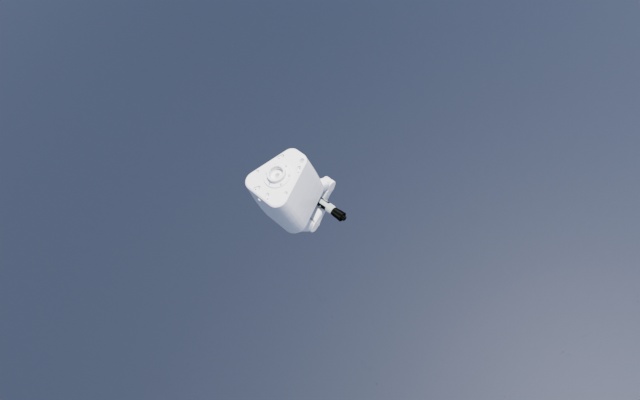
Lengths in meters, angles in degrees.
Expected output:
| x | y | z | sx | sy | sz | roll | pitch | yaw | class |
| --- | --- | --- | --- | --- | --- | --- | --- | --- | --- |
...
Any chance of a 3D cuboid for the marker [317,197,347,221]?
| x | y | z | sx | sy | sz | roll | pitch | yaw | class |
| --- | --- | --- | --- | --- | --- | --- | --- | --- | --- |
| 0.000 | 0.003 | 0.888 | 0.121 | 0.020 | 0.020 | 35 | 18 | 28 | marker |
